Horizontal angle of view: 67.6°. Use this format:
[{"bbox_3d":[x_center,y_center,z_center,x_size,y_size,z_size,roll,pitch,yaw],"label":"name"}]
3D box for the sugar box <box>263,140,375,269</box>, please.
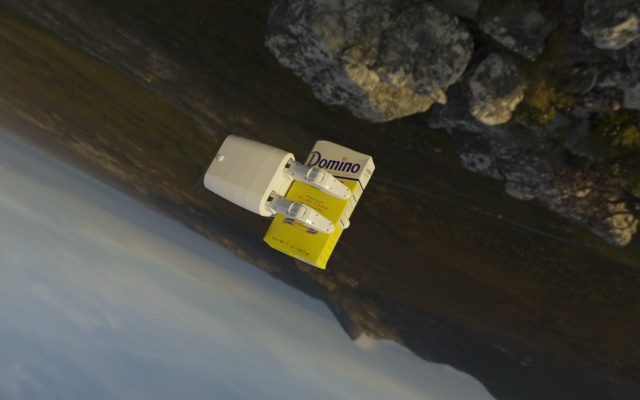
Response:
[{"bbox_3d":[0.000,0.002,0.699,0.093,0.176,0.048,21,-13,22],"label":"sugar box"}]
